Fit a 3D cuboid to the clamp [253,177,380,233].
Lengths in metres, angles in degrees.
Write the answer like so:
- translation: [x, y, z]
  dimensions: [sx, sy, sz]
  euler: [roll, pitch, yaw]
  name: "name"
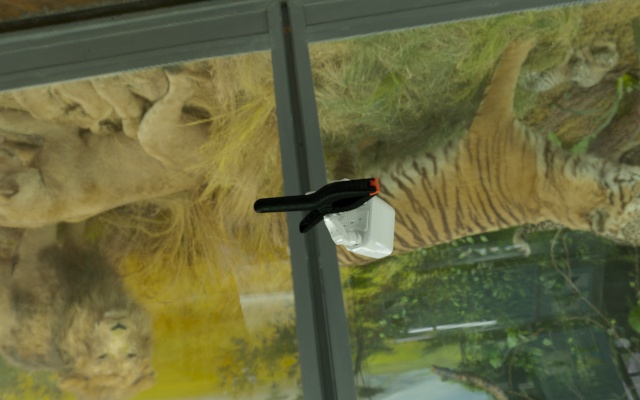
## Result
- translation: [0.001, 0.003, 0.833]
  dimensions: [0.210, 0.036, 0.164]
  euler: [-22, -26, 30]
  name: "clamp"
